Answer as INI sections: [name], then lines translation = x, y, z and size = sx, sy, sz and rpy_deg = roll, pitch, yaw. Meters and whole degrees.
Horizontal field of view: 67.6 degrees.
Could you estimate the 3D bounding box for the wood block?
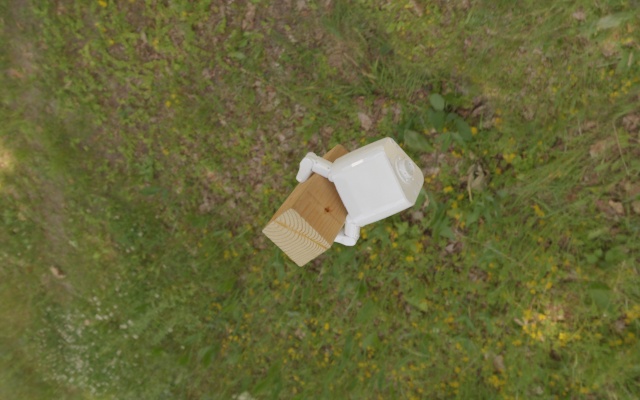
[wood block]
translation = 0.000, 0.002, 0.832
size = 0.090, 0.091, 0.206
rpy_deg = -37, 12, 41
